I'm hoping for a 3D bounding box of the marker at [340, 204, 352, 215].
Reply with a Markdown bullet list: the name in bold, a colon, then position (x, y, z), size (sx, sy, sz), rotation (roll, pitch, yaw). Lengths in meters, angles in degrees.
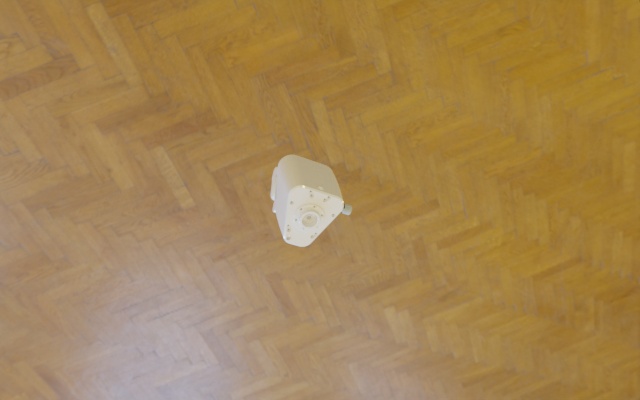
- **marker**: position (0.000, 0.003, 0.865), size (0.121, 0.020, 0.020), rotation (16, -6, -20)
